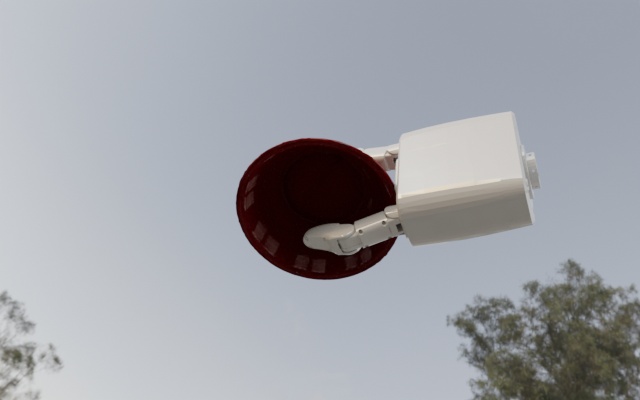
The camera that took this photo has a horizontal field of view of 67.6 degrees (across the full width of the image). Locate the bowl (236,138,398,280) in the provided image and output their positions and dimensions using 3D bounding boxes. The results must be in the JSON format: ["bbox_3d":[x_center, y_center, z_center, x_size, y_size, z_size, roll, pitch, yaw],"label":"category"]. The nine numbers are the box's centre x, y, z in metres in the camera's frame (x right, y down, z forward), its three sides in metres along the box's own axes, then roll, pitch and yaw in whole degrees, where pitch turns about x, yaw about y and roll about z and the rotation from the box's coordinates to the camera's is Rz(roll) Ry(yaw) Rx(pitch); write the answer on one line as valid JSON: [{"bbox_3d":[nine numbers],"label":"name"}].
[{"bbox_3d":[-0.001,0.001,0.483,0.162,0.162,0.055,0,31,8],"label":"bowl"}]
